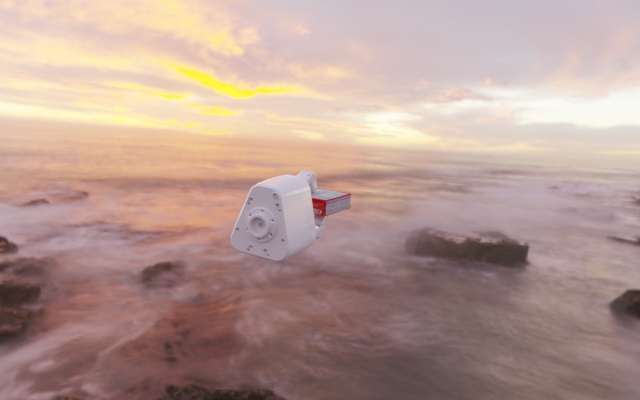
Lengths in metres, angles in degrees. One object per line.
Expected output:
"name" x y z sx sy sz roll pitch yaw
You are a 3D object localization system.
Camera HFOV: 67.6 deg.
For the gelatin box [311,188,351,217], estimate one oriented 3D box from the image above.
"gelatin box" 0.000 0.002 0.825 0.073 0.030 0.089 9 14 31
